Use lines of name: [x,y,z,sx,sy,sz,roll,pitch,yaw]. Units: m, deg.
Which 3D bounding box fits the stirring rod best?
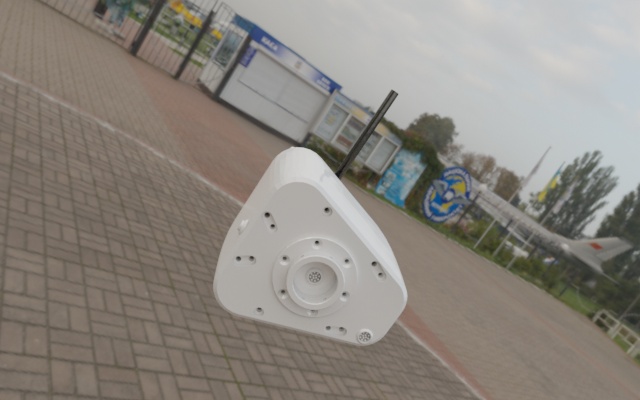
stirring rod: [0.000,0.002,0.445,0.011,0.239,0.011,33,10,-6]
